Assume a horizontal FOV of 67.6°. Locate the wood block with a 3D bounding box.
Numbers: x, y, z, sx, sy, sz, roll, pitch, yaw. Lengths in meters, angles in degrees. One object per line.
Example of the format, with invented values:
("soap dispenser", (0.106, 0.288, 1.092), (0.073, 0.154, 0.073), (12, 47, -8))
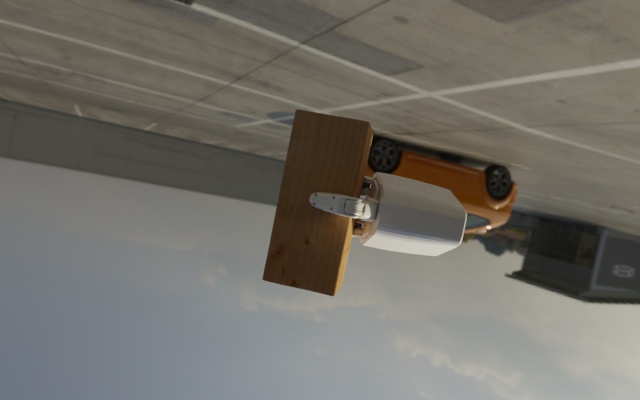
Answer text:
("wood block", (0.000, 0.002, 0.596), (0.090, 0.206, 0.091), (11, 1, 9))
